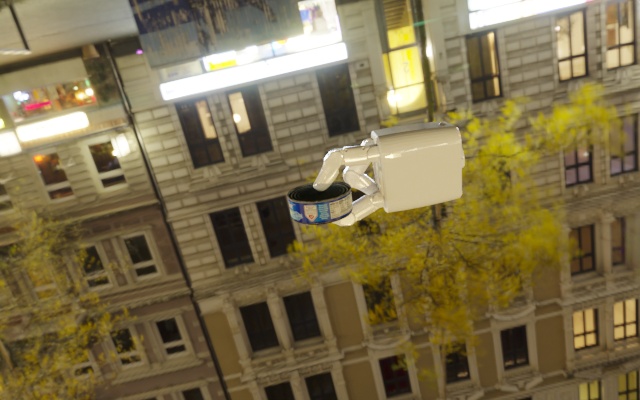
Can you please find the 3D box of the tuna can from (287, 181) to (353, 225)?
[{"bbox_3d":[0.000,0.003,0.640,0.086,0.034,0.086,-7,18,2],"label":"tuna can"}]
